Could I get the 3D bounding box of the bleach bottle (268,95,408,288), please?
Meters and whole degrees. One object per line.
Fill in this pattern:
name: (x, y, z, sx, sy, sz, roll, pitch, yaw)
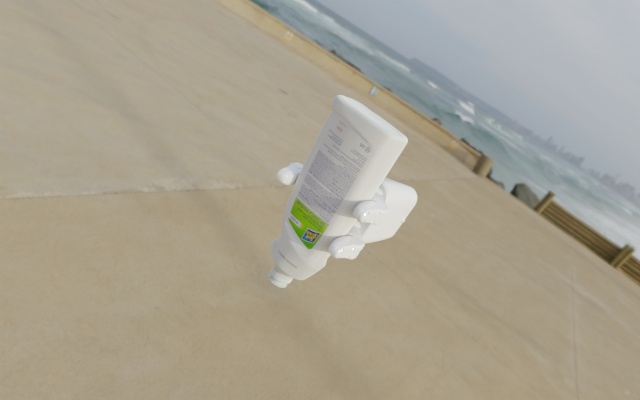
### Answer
bleach bottle: (0.000, 0.002, 0.601, 0.102, 0.251, 0.068, 42, 22, 26)
